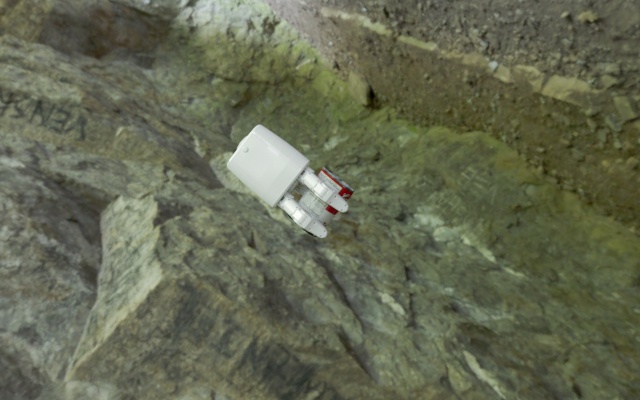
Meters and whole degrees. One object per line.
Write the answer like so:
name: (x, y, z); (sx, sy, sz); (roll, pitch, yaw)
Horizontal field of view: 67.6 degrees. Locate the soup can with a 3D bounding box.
soup can: (0.000, 0.003, 0.808); (0.068, 0.102, 0.068); (38, 7, -5)
